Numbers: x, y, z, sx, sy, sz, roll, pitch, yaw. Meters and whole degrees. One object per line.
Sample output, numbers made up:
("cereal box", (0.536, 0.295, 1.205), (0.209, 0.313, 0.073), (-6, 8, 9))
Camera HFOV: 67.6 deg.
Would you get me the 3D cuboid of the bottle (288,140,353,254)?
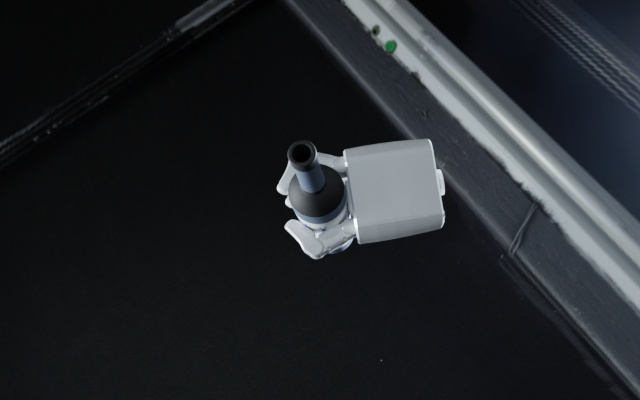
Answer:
("bottle", (0.000, 0.002, 0.586), (0.069, 0.069, 0.296), (0, -18, 7))
